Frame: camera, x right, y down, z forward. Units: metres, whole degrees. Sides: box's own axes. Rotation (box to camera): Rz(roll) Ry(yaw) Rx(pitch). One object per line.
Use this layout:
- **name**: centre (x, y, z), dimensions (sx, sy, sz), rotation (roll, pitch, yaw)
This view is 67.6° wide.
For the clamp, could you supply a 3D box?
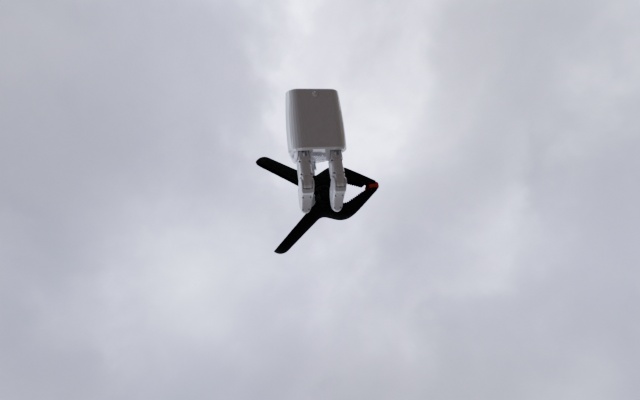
- **clamp**: centre (0.000, 0.003, 0.815), dimensions (0.210, 0.164, 0.036), rotation (-3, -8, -15)
